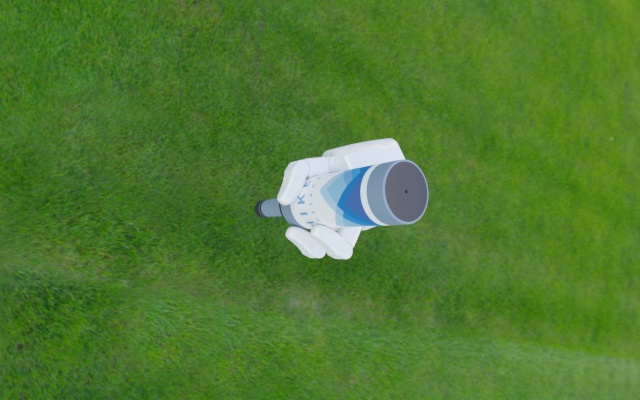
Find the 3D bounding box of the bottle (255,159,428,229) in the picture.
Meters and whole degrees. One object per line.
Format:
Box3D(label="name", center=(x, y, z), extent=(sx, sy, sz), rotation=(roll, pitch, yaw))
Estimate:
Box3D(label="bottle", center=(0.000, 0.002, 0.601), extent=(0.069, 0.069, 0.296), rotation=(0, -4, -37))
